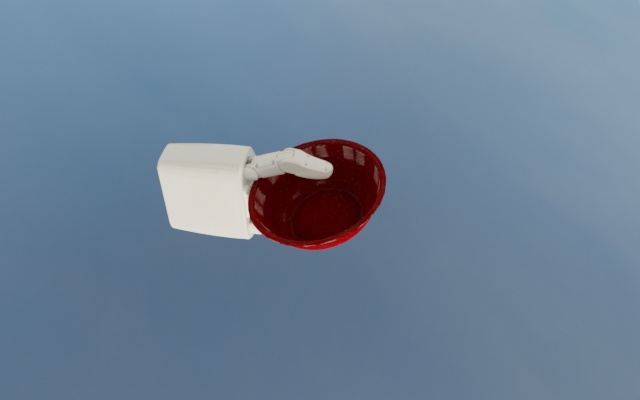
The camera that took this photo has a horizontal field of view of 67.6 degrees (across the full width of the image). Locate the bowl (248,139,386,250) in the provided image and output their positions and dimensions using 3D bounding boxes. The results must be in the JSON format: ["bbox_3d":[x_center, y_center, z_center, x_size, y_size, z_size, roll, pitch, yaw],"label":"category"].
[{"bbox_3d":[0.001,0.002,0.557,0.162,0.162,0.055,0,-40,19],"label":"bowl"}]
